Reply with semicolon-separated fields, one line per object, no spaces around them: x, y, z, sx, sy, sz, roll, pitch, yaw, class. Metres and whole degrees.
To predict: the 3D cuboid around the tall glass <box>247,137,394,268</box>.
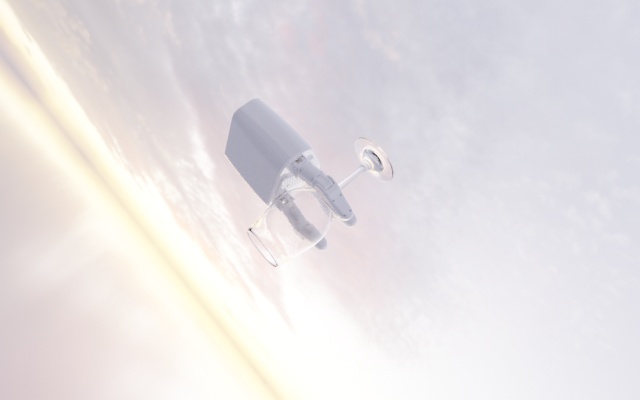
0.001;0.002;0.630;0.201;0.079;0.079;-39;14;-18;tall glass
